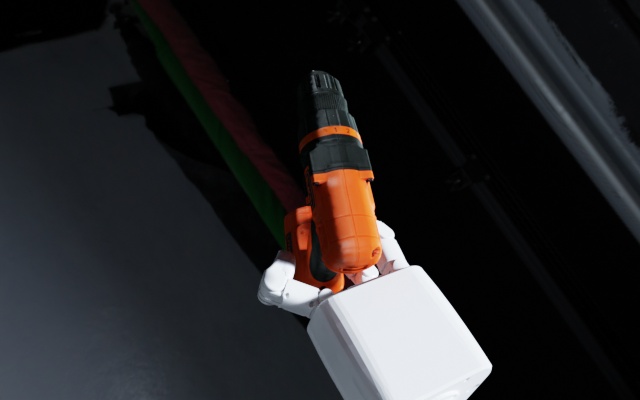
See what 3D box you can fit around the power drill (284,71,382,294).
[{"bbox_3d":[0.000,0.002,0.447,0.057,0.184,0.188,-4,-28,-9],"label":"power drill"}]
